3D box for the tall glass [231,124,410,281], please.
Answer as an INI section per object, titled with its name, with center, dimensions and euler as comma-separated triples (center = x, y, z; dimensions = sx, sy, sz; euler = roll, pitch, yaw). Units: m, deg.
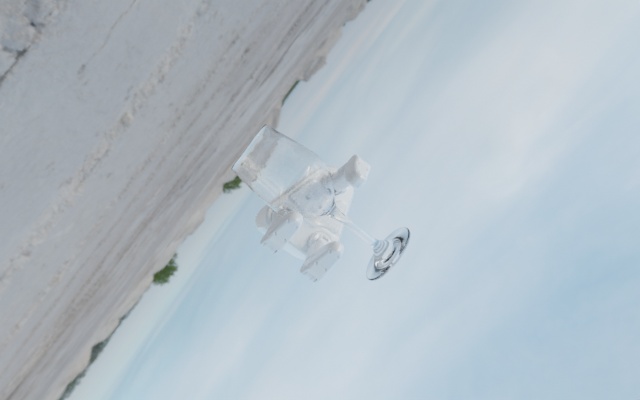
[tall glass]
center = 0.001, 0.002, 0.531
dimensions = 0.201, 0.079, 0.079
euler = 38, -8, -10
